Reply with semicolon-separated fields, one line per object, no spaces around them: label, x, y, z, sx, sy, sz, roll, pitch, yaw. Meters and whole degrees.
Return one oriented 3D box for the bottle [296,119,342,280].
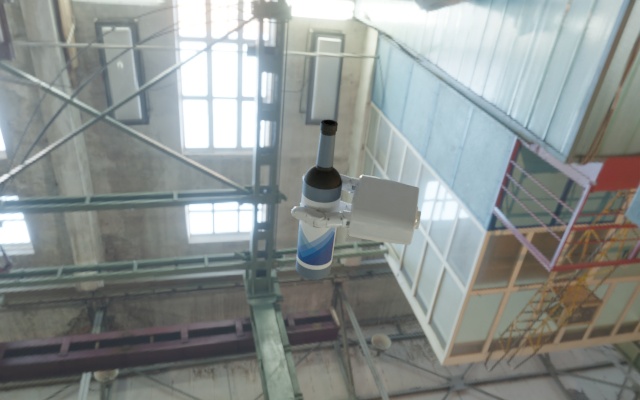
bottle;0.000;0.003;0.828;0.069;0.296;0.069;5;31;-3
